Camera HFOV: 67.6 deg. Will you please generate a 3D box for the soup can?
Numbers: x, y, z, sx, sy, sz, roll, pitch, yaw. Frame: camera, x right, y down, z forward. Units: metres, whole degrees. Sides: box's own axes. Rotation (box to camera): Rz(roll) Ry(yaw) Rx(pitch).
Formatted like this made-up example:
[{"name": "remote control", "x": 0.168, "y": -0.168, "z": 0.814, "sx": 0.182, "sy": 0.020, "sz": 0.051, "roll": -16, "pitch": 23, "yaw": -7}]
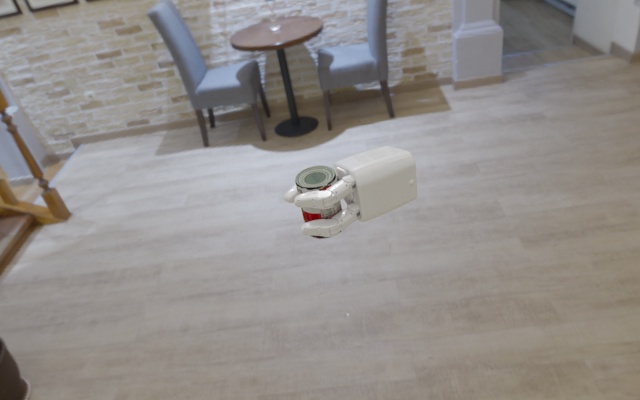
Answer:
[{"name": "soup can", "x": 0.000, "y": 0.002, "z": 0.783, "sx": 0.068, "sy": 0.102, "sz": 0.068, "roll": -8, "pitch": 35, "yaw": 5}]
